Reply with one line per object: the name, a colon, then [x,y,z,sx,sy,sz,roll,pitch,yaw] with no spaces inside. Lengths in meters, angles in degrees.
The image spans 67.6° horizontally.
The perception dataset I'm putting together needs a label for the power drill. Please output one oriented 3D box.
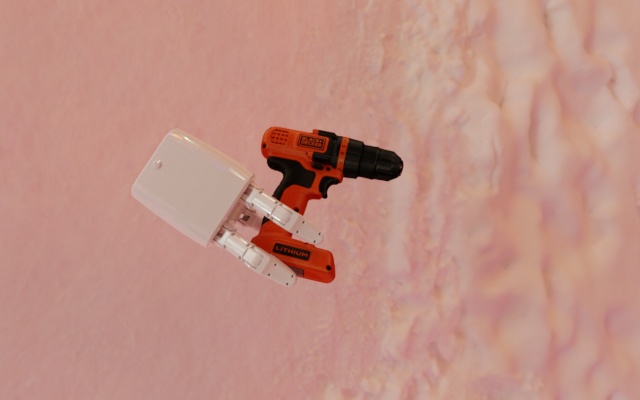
power drill: [0.000,0.002,0.587,0.184,0.187,0.057,11,-25,6]
